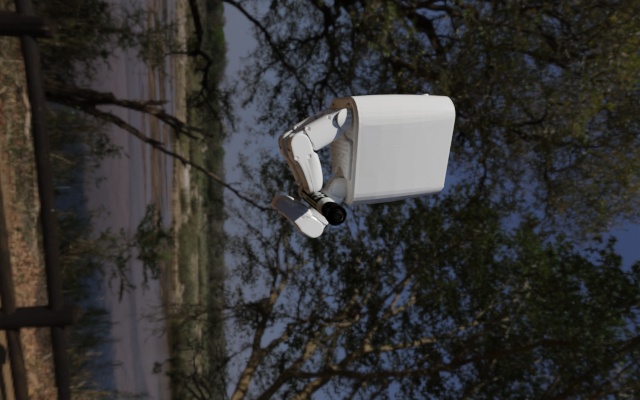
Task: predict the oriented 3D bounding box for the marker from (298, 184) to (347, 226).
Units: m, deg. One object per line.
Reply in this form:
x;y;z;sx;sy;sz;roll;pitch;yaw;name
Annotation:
0.000;0.002;0.458;0.020;0.020;0.121;0;12;-15;marker
